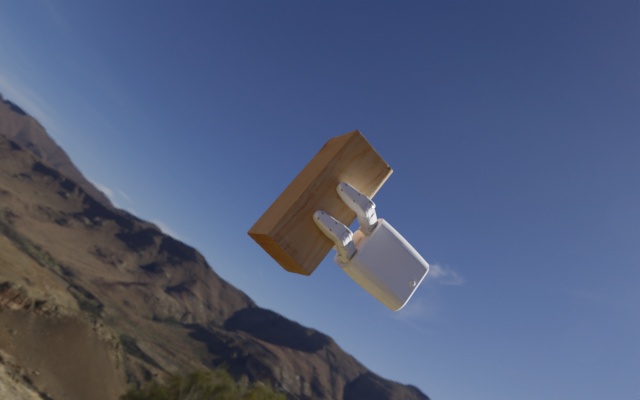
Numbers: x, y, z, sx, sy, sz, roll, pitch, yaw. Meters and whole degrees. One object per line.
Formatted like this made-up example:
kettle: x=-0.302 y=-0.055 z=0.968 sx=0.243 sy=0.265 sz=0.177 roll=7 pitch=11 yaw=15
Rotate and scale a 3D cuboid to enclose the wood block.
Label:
wood block: x=0.000 y=0.003 z=0.713 sx=0.090 sy=0.206 sz=0.091 roll=46 pitch=-21 yaw=-17
